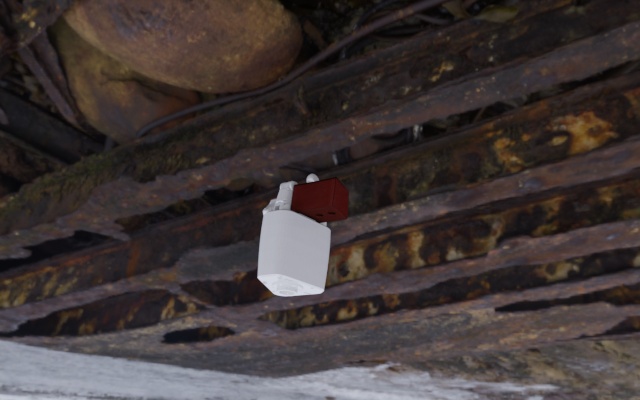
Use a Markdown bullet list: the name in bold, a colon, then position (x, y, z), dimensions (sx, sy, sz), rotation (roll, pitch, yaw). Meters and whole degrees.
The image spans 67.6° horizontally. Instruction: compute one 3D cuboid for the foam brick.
- **foam brick**: position (0.000, 0.002, 0.760), dimensions (0.078, 0.051, 0.053), rotation (-10, -31, 27)
